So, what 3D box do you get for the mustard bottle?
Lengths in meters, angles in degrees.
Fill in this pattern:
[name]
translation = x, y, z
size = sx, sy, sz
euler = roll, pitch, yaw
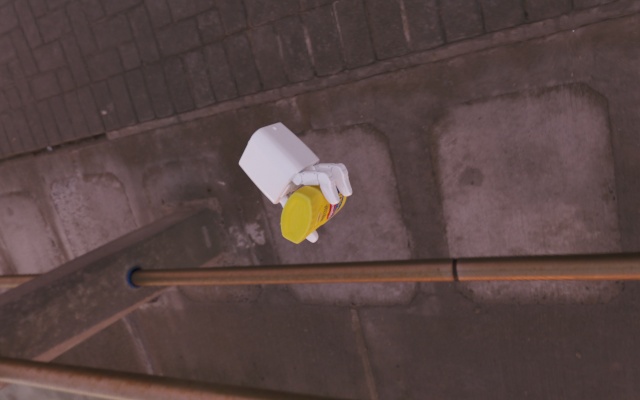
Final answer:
[mustard bottle]
translation = 0.000, 0.003, 0.881
size = 0.058, 0.096, 0.191
euler = 24, 27, 19
